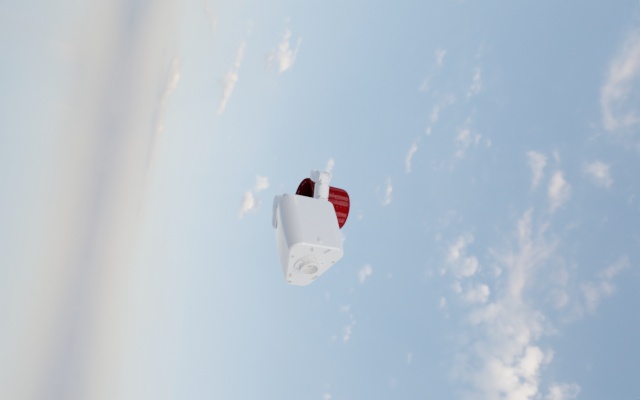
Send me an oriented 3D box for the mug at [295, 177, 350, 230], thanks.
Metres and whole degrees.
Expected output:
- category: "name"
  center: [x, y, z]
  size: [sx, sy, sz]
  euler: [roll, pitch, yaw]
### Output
- category: "mug"
  center: [0.000, 0.002, 0.896]
  size: [0.081, 0.117, 0.093]
  euler: [12, -48, -23]
